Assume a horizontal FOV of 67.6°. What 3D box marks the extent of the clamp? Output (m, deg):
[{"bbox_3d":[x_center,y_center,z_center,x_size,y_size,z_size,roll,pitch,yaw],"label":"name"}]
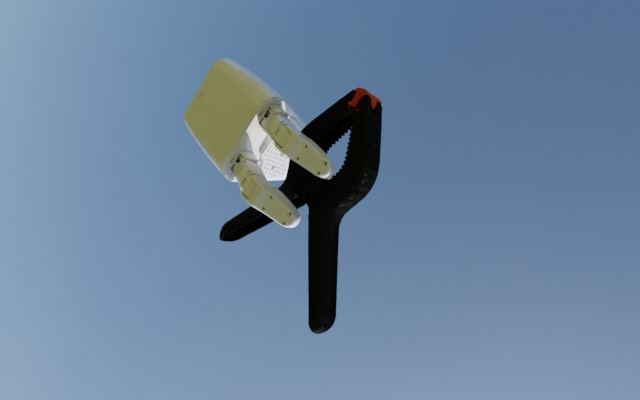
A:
[{"bbox_3d":[0.001,0.001,0.437,0.164,0.210,0.036,44,17,34],"label":"clamp"}]
